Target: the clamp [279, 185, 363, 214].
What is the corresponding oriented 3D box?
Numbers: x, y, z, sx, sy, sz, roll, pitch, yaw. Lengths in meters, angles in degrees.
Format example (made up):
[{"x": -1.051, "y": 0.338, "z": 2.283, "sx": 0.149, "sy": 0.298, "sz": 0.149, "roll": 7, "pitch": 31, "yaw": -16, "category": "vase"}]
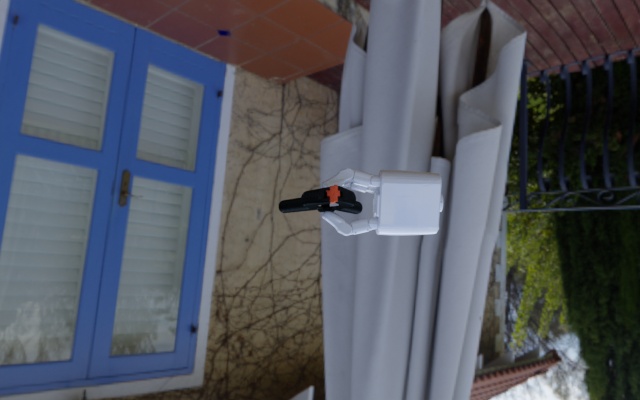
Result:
[{"x": 0.000, "y": 0.004, "z": 0.853, "sx": 0.164, "sy": 0.036, "sz": 0.210, "roll": -1, "pitch": -7, "yaw": 0, "category": "clamp"}]
